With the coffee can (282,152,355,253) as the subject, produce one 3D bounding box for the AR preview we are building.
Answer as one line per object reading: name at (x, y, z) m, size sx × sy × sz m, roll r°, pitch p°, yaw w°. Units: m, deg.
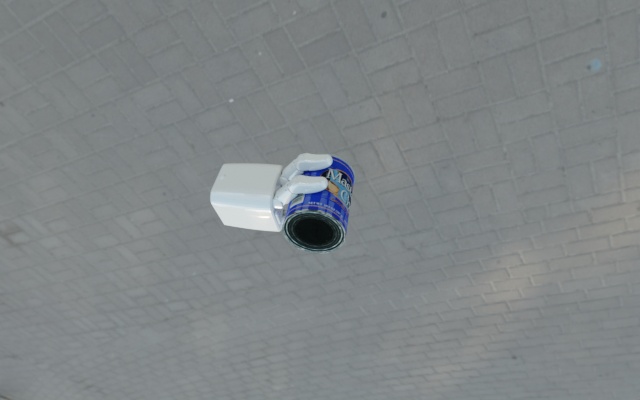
coffee can at (0.000, 0.003, 0.801) m, size 0.103 × 0.103 × 0.140 m, roll 6°, pitch 45°, yaw 6°
